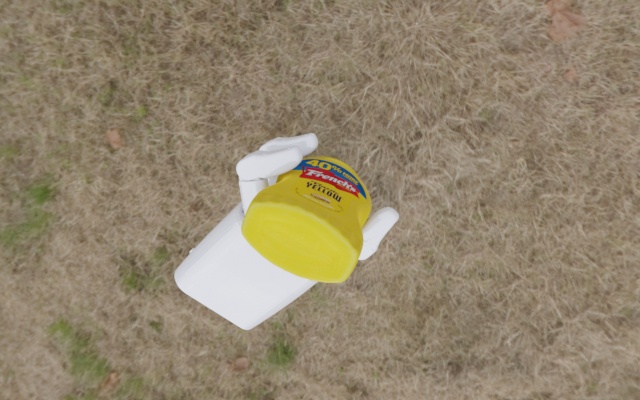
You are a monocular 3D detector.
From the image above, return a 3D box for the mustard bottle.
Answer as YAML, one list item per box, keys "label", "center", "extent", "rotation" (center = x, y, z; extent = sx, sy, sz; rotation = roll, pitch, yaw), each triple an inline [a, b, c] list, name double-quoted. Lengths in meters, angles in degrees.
- label: "mustard bottle"
  center: [0.000, 0.001, 0.453]
  extent: [0.096, 0.058, 0.191]
  rotation: [24, 23, 2]
